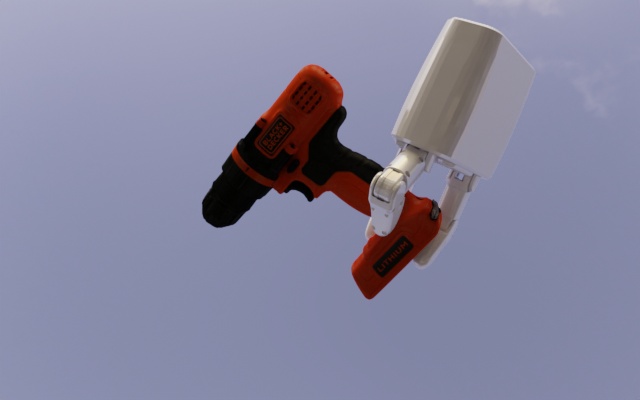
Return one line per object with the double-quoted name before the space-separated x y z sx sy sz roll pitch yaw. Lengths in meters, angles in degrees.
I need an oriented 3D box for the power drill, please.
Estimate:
"power drill" 0.001 0.002 0.439 0.187 0.184 0.057 41 21 -2
